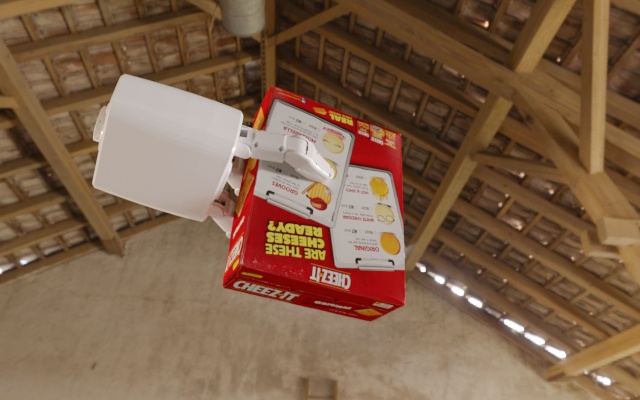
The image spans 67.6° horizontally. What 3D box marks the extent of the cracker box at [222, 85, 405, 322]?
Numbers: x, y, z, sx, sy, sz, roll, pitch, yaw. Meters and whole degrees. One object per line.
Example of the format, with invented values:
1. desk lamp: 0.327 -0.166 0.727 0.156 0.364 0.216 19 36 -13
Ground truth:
1. cracker box: 0.000 0.001 0.498 0.164 0.213 0.072 17 -35 -18
